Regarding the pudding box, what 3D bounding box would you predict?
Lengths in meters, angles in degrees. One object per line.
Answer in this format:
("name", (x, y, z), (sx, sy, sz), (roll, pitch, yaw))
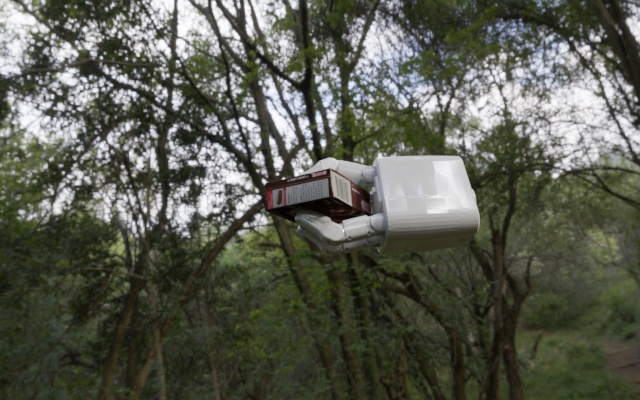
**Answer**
("pudding box", (0.000, 0.002, 0.573), (0.090, 0.039, 0.113), (-12, -22, 26))
